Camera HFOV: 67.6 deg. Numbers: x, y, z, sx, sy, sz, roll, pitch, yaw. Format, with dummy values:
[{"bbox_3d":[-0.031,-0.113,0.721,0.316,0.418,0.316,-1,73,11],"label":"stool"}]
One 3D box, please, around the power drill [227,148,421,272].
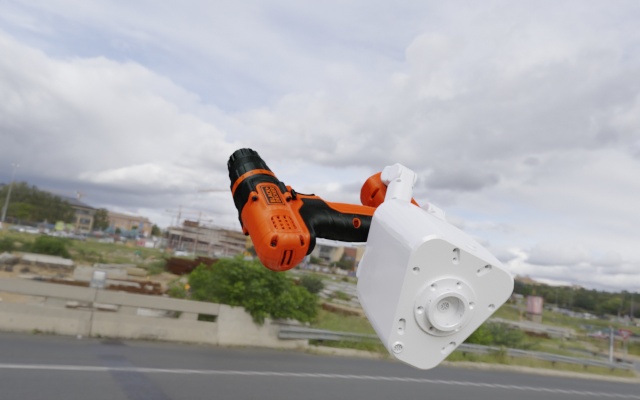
[{"bbox_3d":[0.001,0.002,0.514,0.187,0.057,0.184,0,36,-24],"label":"power drill"}]
